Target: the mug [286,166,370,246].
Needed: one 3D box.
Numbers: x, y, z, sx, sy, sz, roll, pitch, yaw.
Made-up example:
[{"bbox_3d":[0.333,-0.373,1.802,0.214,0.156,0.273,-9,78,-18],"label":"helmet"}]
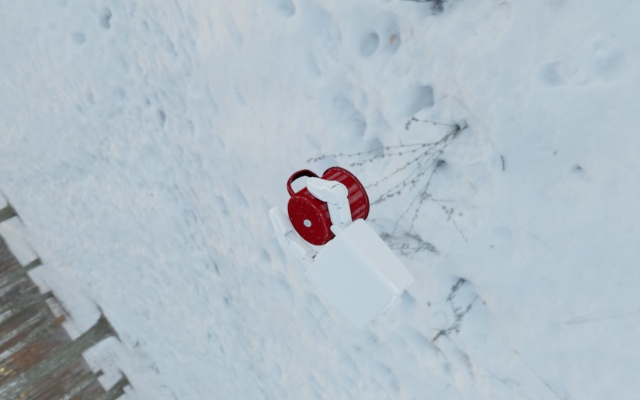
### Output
[{"bbox_3d":[-0.001,0.001,0.671,0.081,0.117,0.093,-33,-17,-35],"label":"mug"}]
